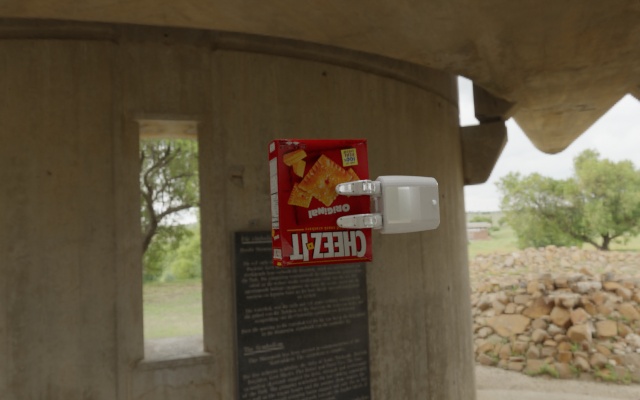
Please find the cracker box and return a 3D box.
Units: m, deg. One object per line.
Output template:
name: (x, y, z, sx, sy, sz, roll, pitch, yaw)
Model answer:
cracker box: (0.000, 0.003, 0.820, 0.164, 0.213, 0.072, -2, -3, -18)
